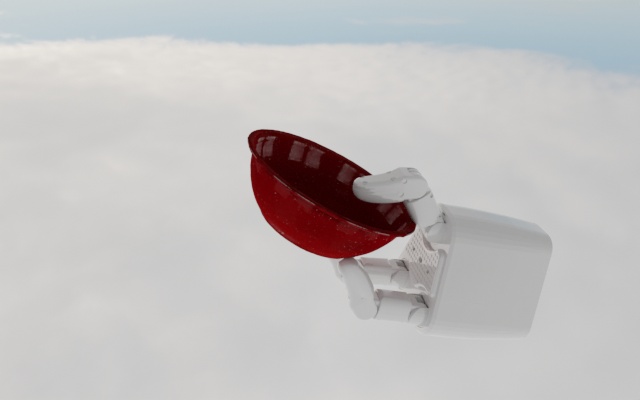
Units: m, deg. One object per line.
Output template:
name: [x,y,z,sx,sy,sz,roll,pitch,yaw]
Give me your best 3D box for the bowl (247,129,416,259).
bowl: [-0.001,0.001,0.417,0.162,0.055,0.162,26,20,-10]
